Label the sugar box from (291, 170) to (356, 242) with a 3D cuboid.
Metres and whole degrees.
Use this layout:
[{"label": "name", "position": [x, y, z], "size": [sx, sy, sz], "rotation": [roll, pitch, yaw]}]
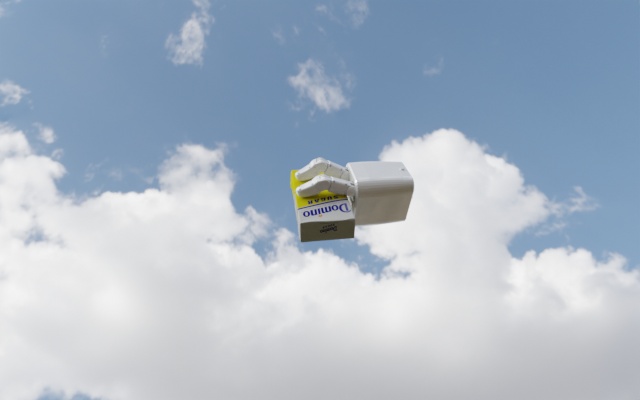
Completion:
[{"label": "sugar box", "position": [0.000, 0.002, 0.843], "size": [0.093, 0.048, 0.176], "rotation": [-4, 31, -7]}]
